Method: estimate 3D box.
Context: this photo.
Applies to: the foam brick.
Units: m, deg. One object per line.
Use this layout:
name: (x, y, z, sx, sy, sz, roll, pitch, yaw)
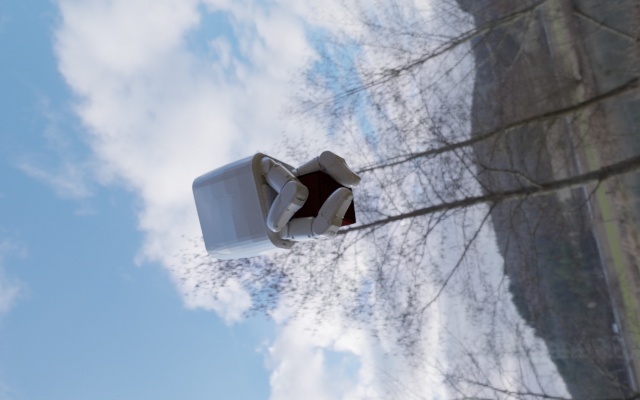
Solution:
foam brick: (0.000, 0.002, 0.573, 0.051, 0.053, 0.078, -15, -20, 30)
